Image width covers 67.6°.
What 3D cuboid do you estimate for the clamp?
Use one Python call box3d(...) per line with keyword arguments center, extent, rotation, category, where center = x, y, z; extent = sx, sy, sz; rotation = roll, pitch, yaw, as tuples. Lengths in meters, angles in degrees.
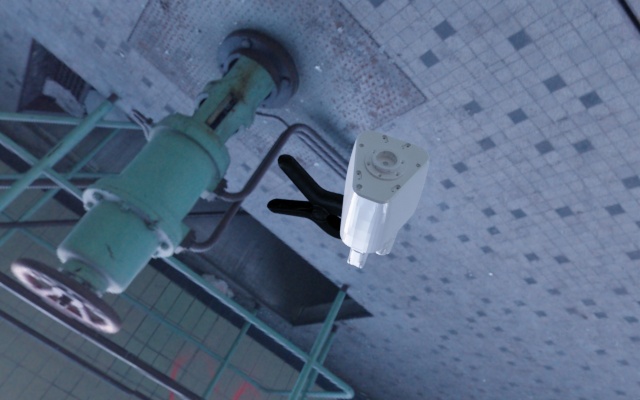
box3d(center=(0.000, 0.003, 0.683), extent=(0.171, 0.039, 0.120), rotation=(21, -35, 12), category="clamp")
